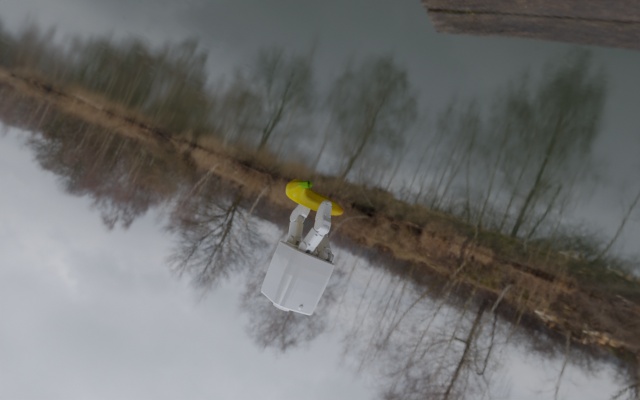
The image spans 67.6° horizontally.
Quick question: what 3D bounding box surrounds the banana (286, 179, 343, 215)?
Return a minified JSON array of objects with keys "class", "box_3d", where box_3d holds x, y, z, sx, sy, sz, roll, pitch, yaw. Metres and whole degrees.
[{"class":"banana","box_3d":[-0.017,-0.004,0.887,0.069,0.037,0.198,21,-5,23]}]
